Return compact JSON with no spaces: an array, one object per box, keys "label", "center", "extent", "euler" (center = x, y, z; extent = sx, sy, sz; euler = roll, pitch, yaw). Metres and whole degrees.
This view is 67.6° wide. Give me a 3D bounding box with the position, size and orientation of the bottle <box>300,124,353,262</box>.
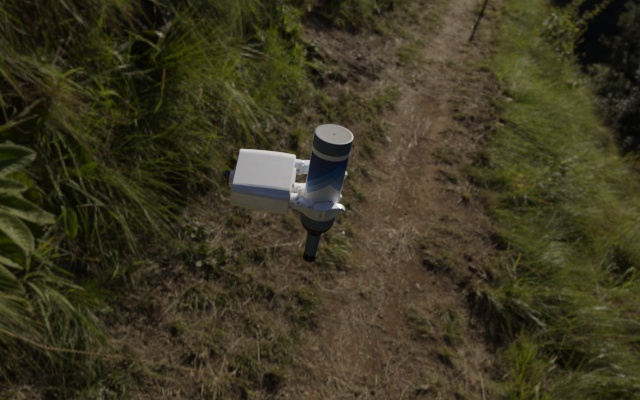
[{"label":"bottle","center":[0.000,0.003,0.894],"extent":[0.069,0.296,0.069],"euler":[7,37,-6]}]
